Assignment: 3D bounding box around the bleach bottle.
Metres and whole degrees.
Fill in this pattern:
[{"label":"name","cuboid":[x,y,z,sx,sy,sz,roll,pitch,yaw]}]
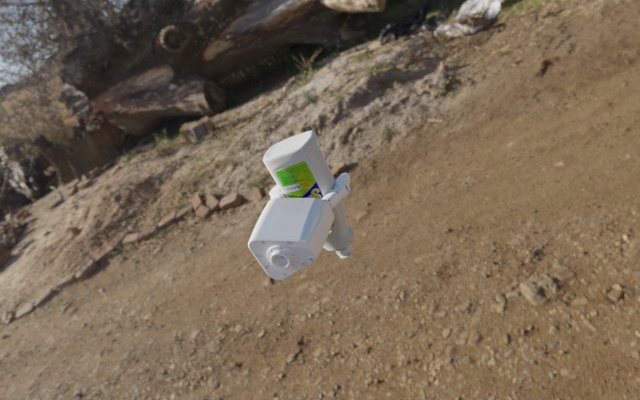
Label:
[{"label":"bleach bottle","cuboid":[0.000,0.003,0.865,0.102,0.251,0.068,-16,29,27]}]
